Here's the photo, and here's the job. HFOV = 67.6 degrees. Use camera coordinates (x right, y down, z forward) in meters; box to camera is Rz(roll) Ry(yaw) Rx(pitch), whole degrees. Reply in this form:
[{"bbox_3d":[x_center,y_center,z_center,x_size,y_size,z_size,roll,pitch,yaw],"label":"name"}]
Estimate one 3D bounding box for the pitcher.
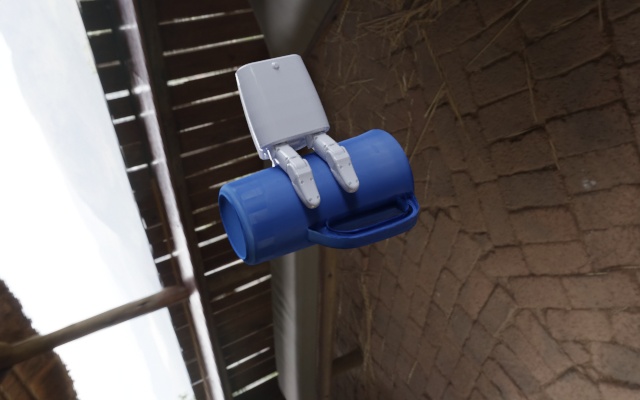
[{"bbox_3d":[0.000,0.002,0.635,0.243,0.145,0.149,-20,-1,-24],"label":"pitcher"}]
